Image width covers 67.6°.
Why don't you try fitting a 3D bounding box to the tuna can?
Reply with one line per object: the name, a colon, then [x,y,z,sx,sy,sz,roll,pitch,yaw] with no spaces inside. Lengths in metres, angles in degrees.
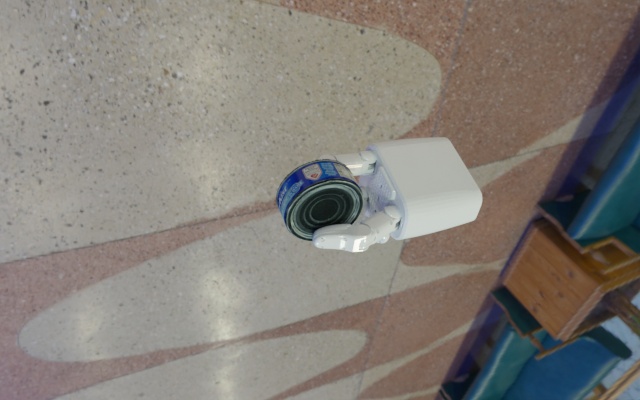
tuna can: [0.000,0.002,0.488,0.086,0.086,0.033,0,41,-25]
